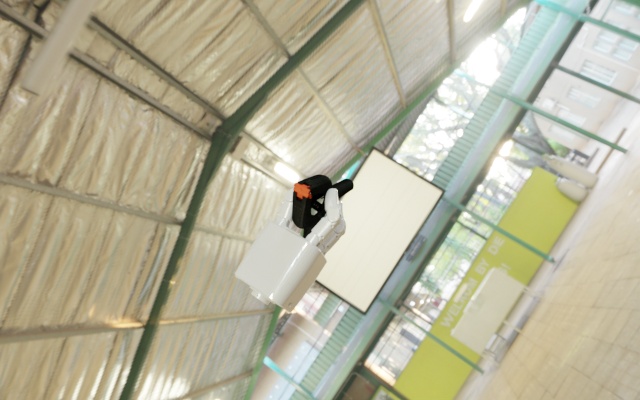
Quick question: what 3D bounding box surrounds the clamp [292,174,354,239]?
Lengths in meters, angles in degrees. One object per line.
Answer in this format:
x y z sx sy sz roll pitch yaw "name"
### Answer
-0.001 0.002 0.806 0.036 0.164 0.210 27 -14 19 "clamp"
